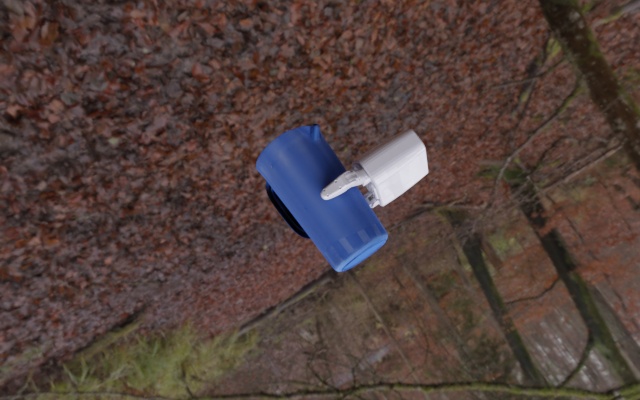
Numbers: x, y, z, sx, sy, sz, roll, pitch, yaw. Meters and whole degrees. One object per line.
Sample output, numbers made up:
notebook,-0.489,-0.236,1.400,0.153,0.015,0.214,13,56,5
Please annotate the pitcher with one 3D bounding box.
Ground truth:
pitcher,0.000,0.003,0.830,0.145,0.242,0.149,-34,-15,-4
